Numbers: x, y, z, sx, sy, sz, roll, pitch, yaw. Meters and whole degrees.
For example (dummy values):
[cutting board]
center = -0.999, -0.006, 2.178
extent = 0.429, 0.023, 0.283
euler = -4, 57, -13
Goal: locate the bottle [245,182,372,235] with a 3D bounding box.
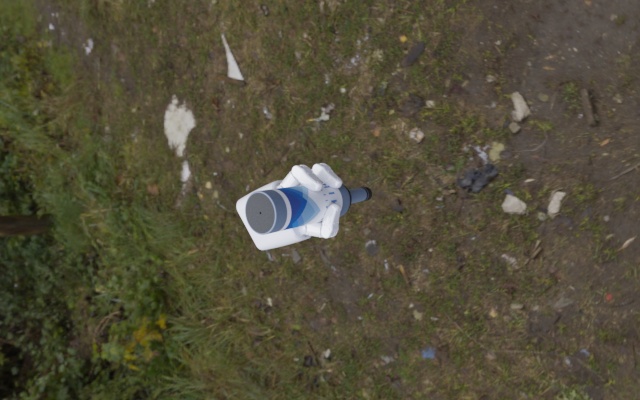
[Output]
[bottle]
center = 0.000, 0.003, 0.828
extent = 0.069, 0.069, 0.295
euler = 0, 6, 38
